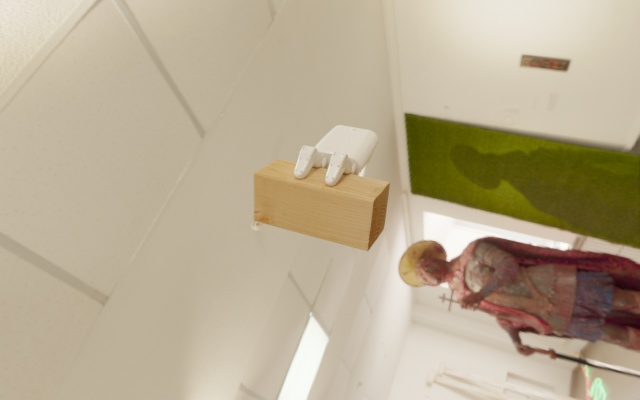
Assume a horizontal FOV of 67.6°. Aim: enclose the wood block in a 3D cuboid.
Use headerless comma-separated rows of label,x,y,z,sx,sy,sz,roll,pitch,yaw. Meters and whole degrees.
wood block,0.000,0.003,0.796,0.206,0.091,0.090,13,27,20
